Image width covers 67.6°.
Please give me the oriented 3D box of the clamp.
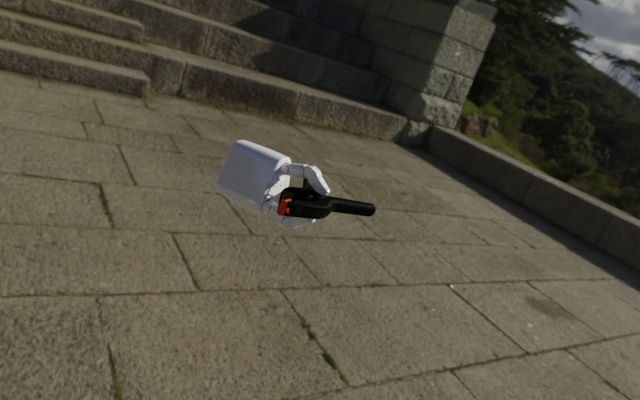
[{"bbox_3d":[0.000,0.002,0.858,0.164,0.036,0.210,23,19,20],"label":"clamp"}]
